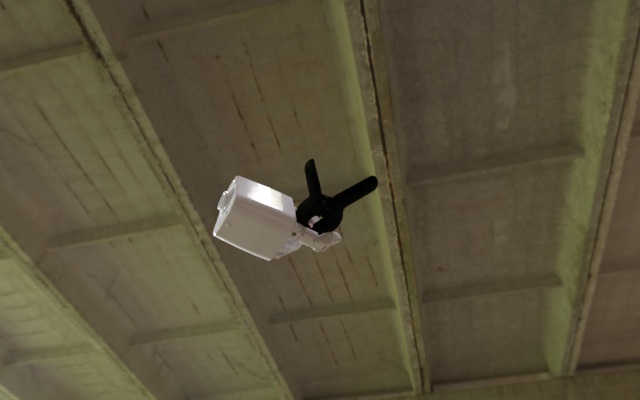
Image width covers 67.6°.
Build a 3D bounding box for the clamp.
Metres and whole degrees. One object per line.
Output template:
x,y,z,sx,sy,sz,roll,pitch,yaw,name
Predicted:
0.000,0.002,0.775,0.120,0.171,0.039,25,36,-19,clamp
